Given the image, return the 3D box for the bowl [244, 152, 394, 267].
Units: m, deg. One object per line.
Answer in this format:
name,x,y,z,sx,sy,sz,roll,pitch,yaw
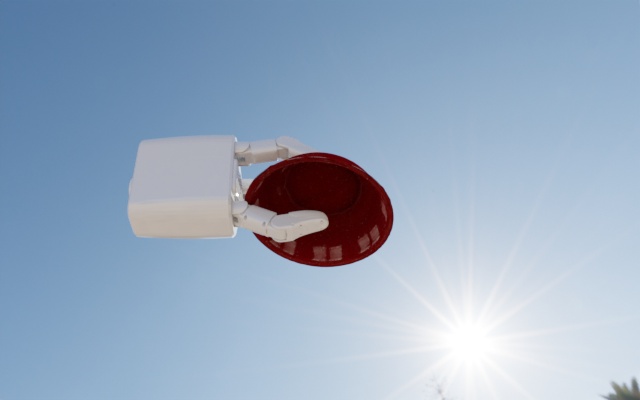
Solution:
bowl,0.001,0.002,0.531,0.162,0.162,0.055,0,41,8
